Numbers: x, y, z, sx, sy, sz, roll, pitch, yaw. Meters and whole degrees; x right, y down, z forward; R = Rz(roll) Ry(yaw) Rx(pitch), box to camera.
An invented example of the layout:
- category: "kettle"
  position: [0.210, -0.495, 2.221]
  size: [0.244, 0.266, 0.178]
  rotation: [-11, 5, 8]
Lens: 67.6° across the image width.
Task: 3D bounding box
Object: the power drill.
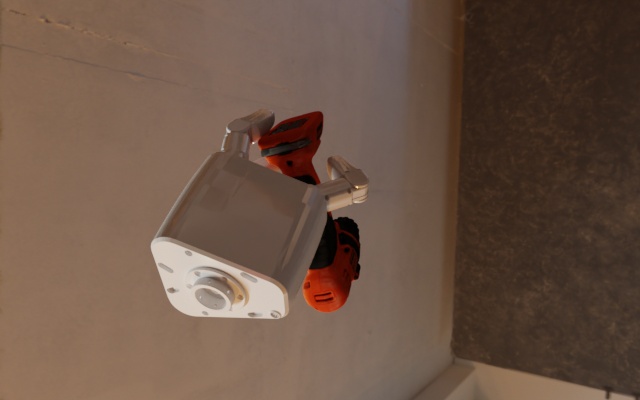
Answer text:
- category: "power drill"
  position: [0.000, 0.001, 0.524]
  size: [0.057, 0.188, 0.184]
  rotation: [-15, 16, 13]
